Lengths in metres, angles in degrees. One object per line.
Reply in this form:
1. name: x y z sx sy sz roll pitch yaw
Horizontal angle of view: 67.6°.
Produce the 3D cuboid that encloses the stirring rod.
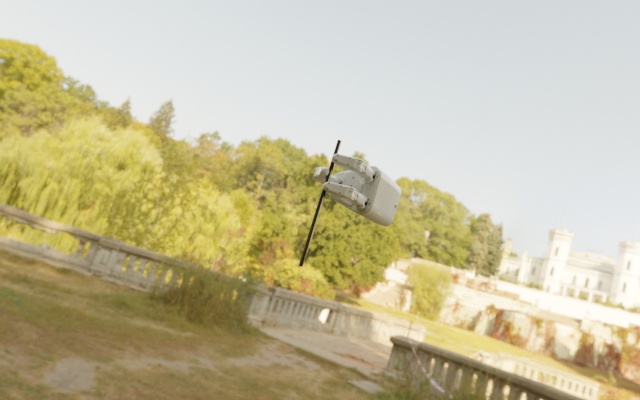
1. stirring rod: 0.000 0.003 0.859 0.011 0.239 0.011 17 -10 3
